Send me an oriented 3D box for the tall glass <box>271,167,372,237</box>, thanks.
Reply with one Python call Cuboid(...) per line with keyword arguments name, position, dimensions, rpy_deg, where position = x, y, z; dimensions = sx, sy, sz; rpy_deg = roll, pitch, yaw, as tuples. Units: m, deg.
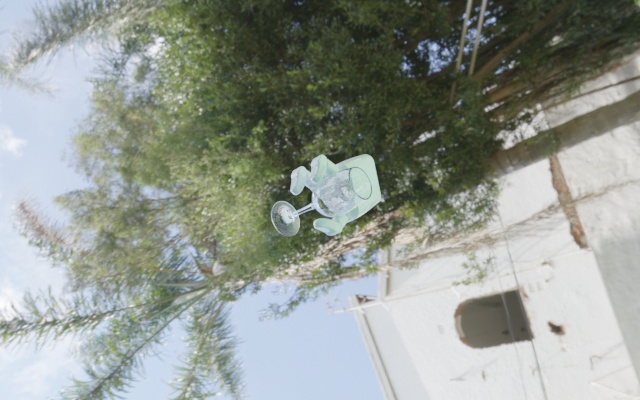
Cuboid(name="tall glass", position=(0.000, 0.003, 0.890), dimensions=(0.201, 0.079, 0.079), rpy_deg=(-26, -17, 39))
